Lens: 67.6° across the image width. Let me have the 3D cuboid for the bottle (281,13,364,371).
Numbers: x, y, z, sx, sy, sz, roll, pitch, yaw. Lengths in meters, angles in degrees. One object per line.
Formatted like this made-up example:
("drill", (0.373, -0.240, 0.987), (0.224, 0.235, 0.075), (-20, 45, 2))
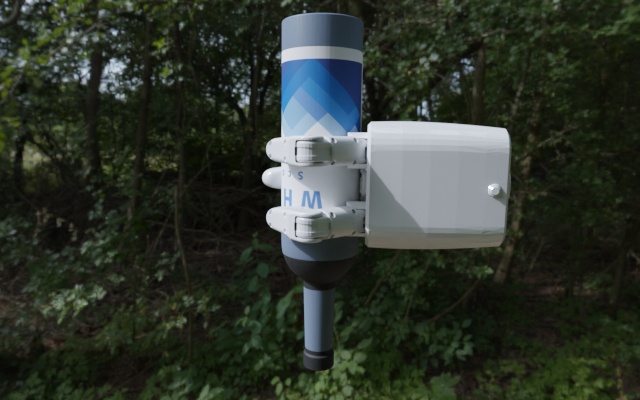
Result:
("bottle", (0.000, 0.001, 0.408), (0.069, 0.296, 0.069), (1, 8, 0))
